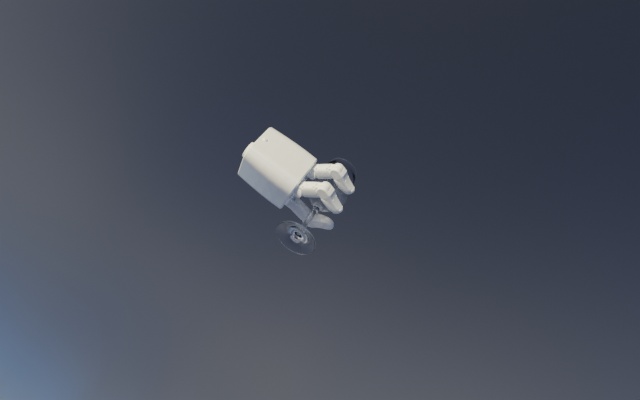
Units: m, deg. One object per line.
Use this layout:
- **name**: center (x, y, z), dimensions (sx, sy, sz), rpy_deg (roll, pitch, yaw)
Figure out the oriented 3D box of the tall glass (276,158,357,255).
- **tall glass**: center (0.000, 0.003, 0.867), dimensions (0.079, 0.079, 0.201), rpy_deg (0, 37, 33)
